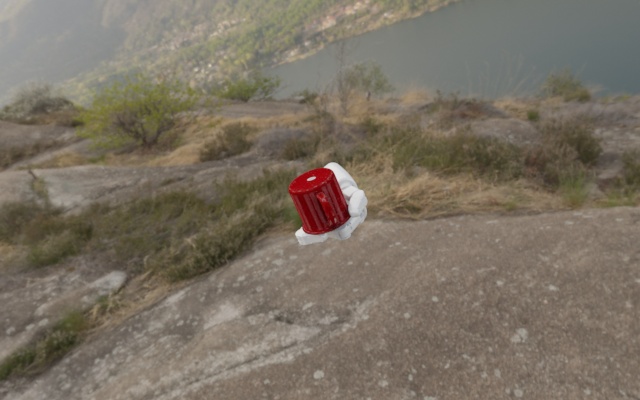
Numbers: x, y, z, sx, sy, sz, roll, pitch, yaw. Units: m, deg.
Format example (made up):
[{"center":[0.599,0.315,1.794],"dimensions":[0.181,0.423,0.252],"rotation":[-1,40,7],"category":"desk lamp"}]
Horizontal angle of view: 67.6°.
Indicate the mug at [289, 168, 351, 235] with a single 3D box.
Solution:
[{"center":[0.000,0.003,0.787],"dimensions":[0.093,0.081,0.117],"rotation":[-25,25,-3],"category":"mug"}]
